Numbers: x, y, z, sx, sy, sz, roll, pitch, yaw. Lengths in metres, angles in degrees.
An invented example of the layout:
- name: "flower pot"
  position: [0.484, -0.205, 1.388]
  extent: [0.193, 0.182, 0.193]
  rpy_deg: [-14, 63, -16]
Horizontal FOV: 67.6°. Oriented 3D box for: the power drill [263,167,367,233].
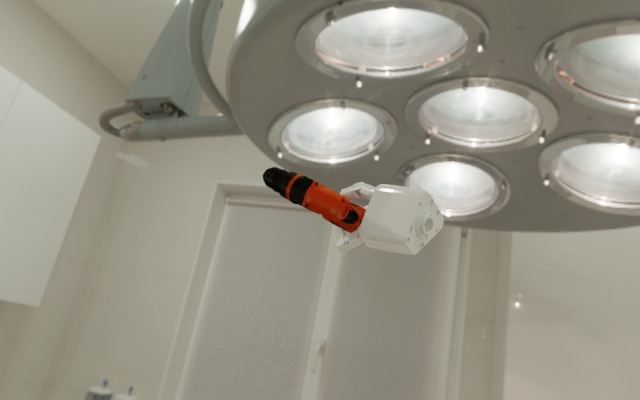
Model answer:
- name: "power drill"
  position: [0.001, 0.003, 0.894]
  extent: [0.184, 0.057, 0.188]
  rpy_deg: [27, 0, 31]
